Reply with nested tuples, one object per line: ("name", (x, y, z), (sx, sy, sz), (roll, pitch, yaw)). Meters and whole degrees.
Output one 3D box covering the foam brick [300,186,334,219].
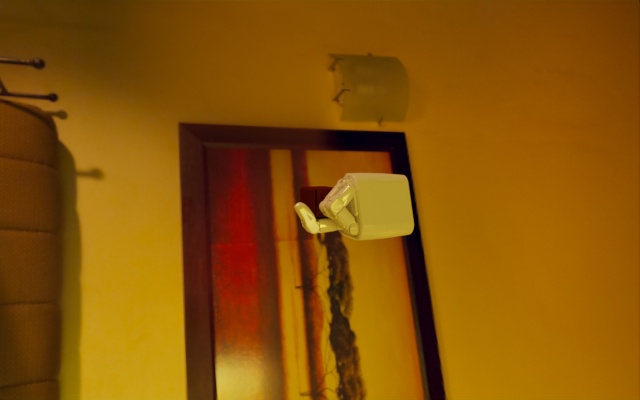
("foam brick", (0.000, 0.003, 0.853), (0.051, 0.053, 0.078), (-3, 7, -22))
